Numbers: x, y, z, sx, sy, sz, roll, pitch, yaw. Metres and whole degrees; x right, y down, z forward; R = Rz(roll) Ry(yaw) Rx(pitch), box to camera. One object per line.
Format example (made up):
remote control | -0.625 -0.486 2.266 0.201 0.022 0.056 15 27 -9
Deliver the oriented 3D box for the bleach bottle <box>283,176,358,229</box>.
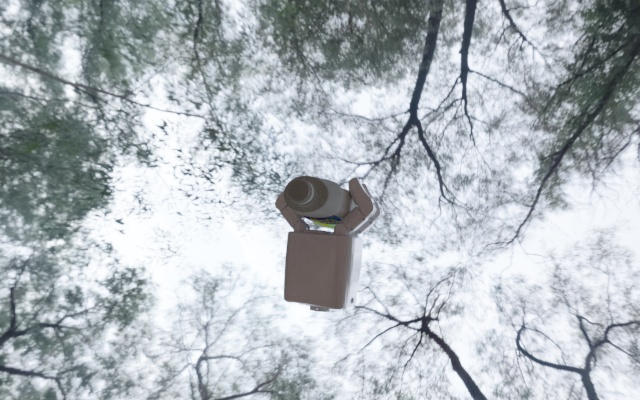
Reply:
bleach bottle | 0.000 0.002 0.719 0.102 0.068 0.251 5 -6 17
